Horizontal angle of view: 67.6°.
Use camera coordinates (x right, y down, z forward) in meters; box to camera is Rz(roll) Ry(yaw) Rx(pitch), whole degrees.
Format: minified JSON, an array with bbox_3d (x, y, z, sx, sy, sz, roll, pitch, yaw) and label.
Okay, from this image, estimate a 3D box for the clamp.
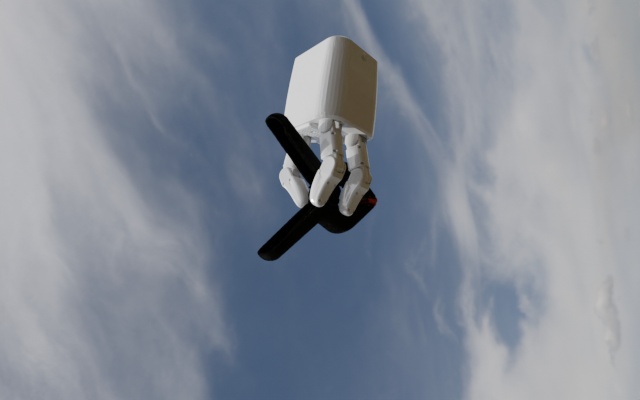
[{"bbox_3d":[0.000,0.002,0.595,0.036,0.164,0.210,1,-12,40],"label":"clamp"}]
